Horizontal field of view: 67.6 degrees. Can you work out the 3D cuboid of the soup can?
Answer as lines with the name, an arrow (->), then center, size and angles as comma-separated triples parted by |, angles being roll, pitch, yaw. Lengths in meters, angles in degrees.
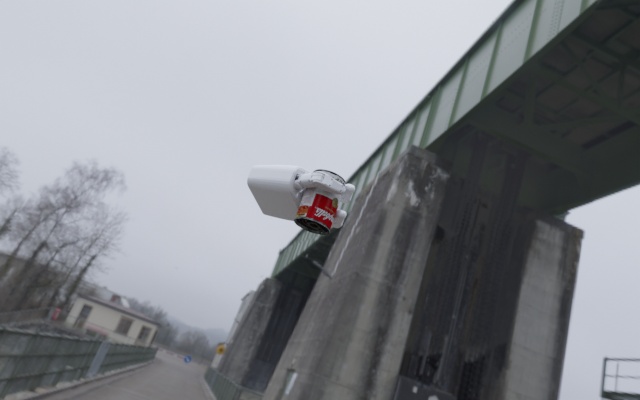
soup can -> 0.001, 0.003, 0.873 | 0.068, 0.102, 0.068 | 17, -22, 7
